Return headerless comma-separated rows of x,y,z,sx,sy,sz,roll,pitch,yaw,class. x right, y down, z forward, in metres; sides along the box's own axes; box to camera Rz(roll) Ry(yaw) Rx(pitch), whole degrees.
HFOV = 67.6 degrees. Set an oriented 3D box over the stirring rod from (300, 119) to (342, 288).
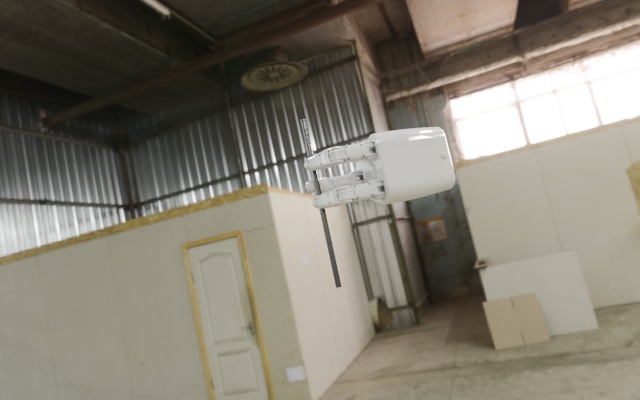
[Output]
0.000,0.002,0.667,0.011,0.239,0.011,-12,-6,-1,stirring rod
